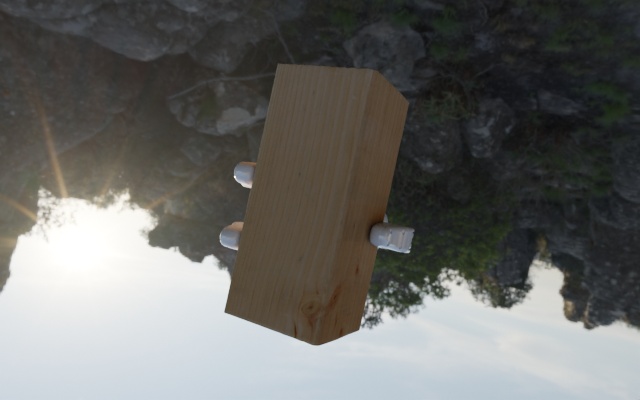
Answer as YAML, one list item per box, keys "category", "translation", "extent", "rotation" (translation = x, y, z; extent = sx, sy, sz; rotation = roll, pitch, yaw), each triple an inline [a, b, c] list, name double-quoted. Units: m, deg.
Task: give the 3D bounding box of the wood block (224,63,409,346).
- category: "wood block"
  translation: [0.000, 0.002, 0.403]
  extent: [0.091, 0.206, 0.090]
  rotation: [12, -1, 27]
